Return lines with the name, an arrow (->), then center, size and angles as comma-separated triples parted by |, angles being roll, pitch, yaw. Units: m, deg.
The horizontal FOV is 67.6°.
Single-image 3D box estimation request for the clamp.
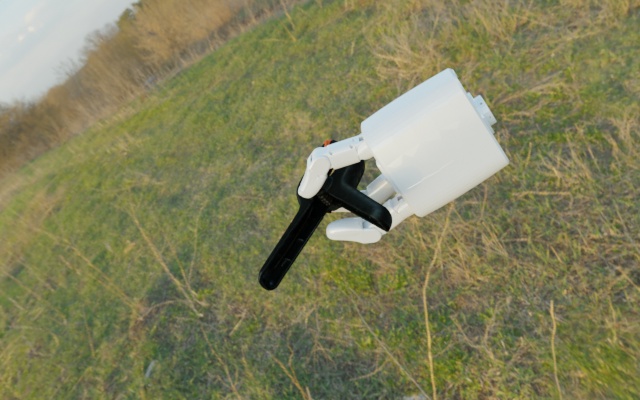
clamp -> 0.000, 0.001, 0.544 | 0.164, 0.036, 0.209 | -33, 29, 21
